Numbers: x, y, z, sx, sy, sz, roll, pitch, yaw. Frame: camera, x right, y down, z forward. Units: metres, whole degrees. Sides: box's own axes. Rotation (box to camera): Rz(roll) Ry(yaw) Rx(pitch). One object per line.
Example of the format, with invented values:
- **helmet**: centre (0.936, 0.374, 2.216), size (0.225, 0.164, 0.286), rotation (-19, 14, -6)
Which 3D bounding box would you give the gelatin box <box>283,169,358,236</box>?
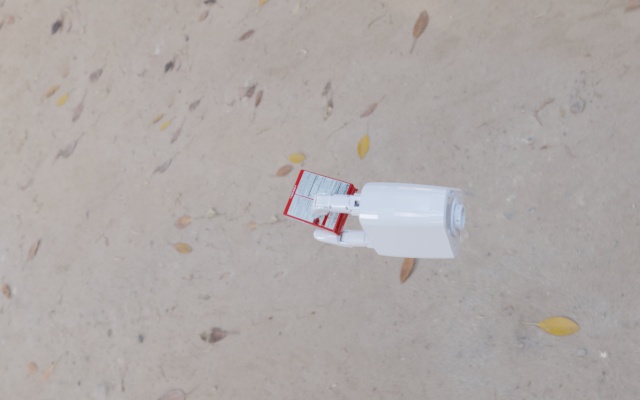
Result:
- **gelatin box**: centre (0.000, 0.002, 0.684), size (0.089, 0.073, 0.030), rotation (17, -8, 25)
